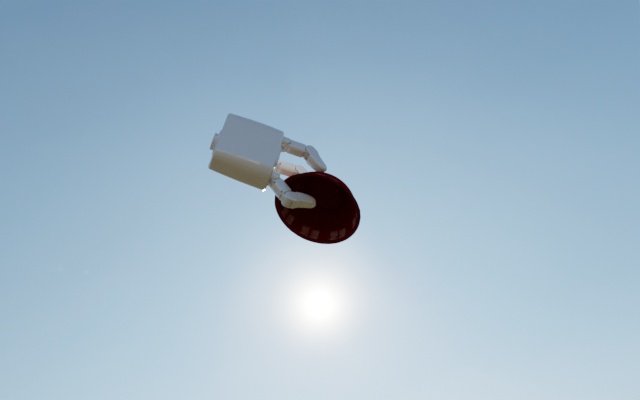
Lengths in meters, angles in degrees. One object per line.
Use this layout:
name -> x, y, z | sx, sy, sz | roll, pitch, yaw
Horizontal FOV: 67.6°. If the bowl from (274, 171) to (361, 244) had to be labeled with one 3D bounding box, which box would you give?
bowl -> 0.001, 0.003, 0.875 | 0.162, 0.162, 0.055 | 0, 36, 21
